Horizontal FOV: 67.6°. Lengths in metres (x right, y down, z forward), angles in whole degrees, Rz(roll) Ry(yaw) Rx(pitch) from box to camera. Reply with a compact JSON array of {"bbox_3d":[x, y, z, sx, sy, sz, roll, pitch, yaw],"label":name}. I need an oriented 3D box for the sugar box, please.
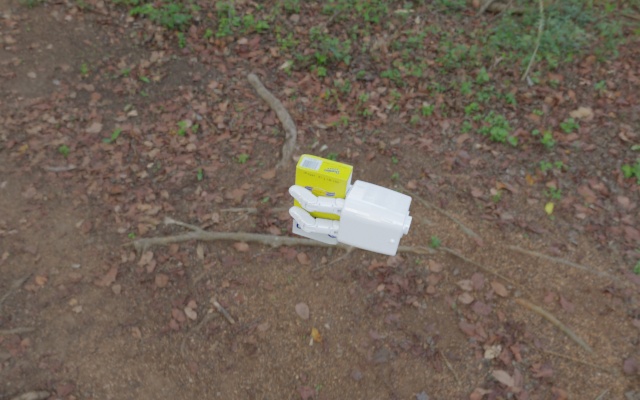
[{"bbox_3d":[0.000,0.003,0.870,0.093,0.176,0.048,16,45,10],"label":"sugar box"}]
